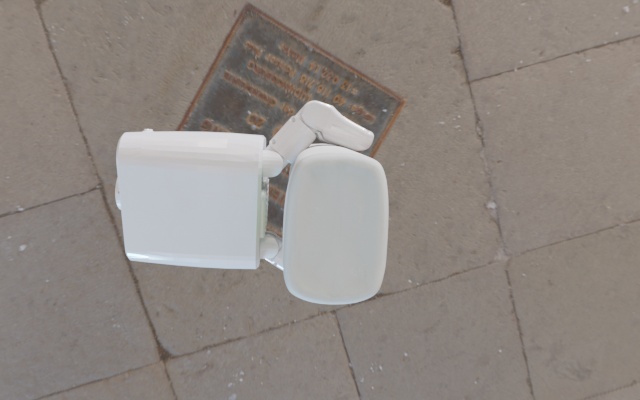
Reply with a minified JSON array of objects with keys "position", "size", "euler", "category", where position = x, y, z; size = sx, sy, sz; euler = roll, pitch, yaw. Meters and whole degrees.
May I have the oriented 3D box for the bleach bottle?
[{"position":[0.000,0.001,0.422],"size":[0.068,0.102,0.251],"euler":[2,7,-5],"category":"bleach bottle"}]
